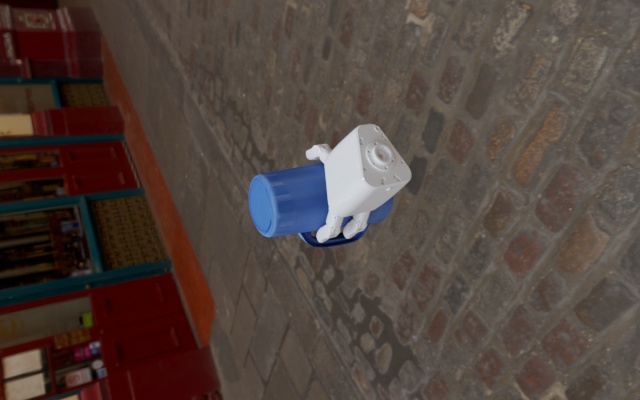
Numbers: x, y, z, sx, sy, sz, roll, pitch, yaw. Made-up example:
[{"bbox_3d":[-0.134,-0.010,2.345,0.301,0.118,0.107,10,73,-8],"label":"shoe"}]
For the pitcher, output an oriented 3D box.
[{"bbox_3d":[0.000,0.003,0.861,0.243,0.149,0.145,-10,-17,-30],"label":"pitcher"}]
